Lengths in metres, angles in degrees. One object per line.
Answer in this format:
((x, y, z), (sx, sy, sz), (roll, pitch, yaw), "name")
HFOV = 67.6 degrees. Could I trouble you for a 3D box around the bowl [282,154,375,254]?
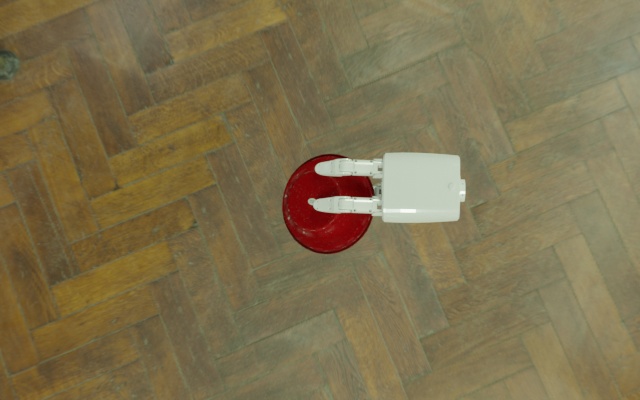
((-0.001, 0.003, 0.741), (0.162, 0.162, 0.055), (0, -5, 24), "bowl")
